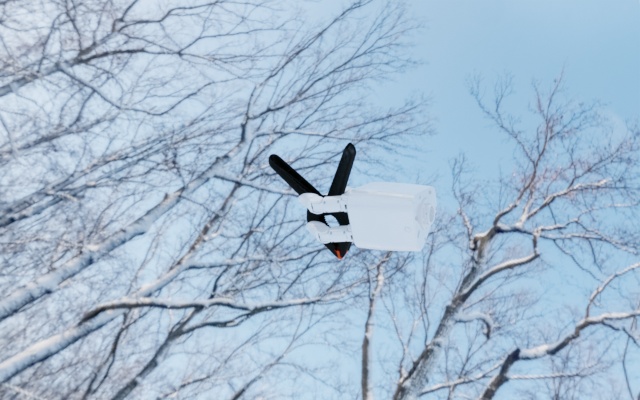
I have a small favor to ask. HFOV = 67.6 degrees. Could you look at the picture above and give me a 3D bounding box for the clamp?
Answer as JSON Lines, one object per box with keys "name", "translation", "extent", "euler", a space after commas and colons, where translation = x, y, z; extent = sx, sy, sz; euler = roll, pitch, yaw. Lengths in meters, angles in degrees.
{"name": "clamp", "translation": [0.001, 0.003, 0.806], "extent": [0.164, 0.210, 0.036], "euler": [3, 29, 31]}
